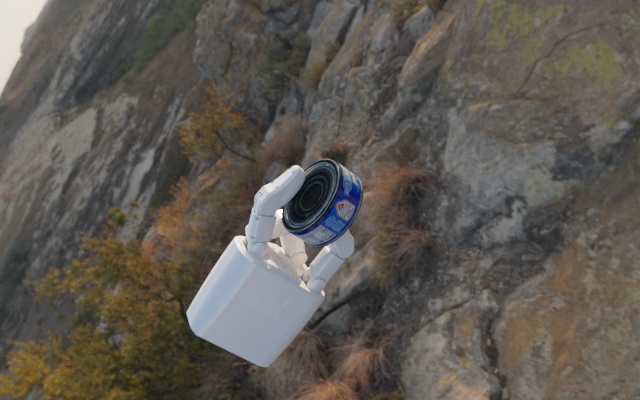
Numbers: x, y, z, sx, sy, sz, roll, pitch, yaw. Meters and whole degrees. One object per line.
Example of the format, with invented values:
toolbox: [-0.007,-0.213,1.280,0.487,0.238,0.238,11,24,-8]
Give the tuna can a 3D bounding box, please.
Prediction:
tuna can: [0.000,0.001,0.479,0.034,0.086,0.086,34,-20,-32]
